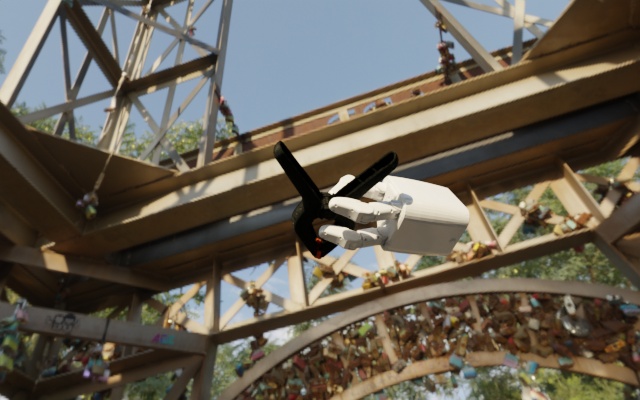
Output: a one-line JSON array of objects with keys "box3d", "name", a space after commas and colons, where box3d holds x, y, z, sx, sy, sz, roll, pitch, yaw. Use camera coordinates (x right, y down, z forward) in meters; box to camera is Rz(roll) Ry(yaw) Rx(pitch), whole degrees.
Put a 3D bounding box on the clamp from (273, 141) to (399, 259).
[{"box3d": [0.000, 0.002, 0.679, 0.164, 0.210, 0.036, 11, 41, -11], "name": "clamp"}]
